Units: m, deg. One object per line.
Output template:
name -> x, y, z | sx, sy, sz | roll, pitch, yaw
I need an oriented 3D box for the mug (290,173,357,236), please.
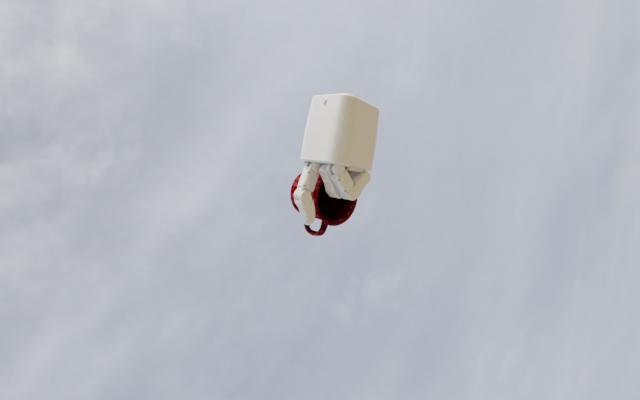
mug -> 0.000, 0.004, 0.818 | 0.093, 0.117, 0.081 | 11, 1, -40
